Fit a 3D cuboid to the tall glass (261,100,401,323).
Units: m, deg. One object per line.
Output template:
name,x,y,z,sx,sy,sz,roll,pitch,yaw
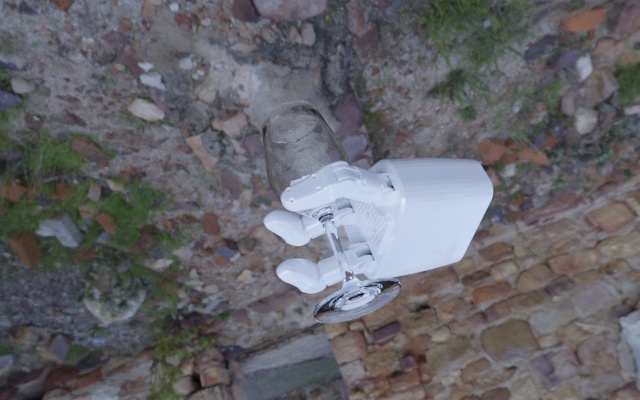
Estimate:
tall glass,0.000,0.002,0.430,0.079,0.201,0.079,-15,-31,-10
